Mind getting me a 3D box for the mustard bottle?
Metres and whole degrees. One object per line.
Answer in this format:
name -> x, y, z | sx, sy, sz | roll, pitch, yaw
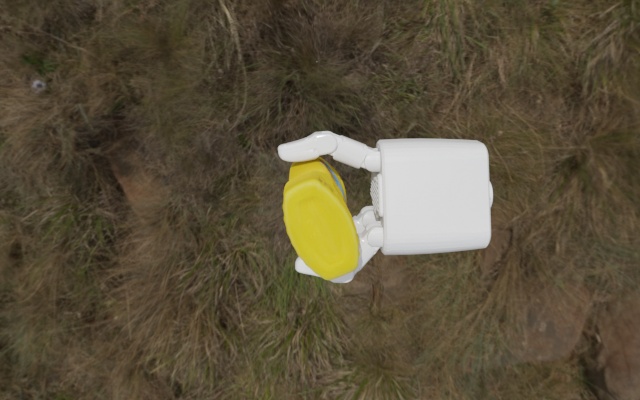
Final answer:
mustard bottle -> 0.000, 0.002, 0.502 | 0.058, 0.096, 0.191 | -25, 15, 6
